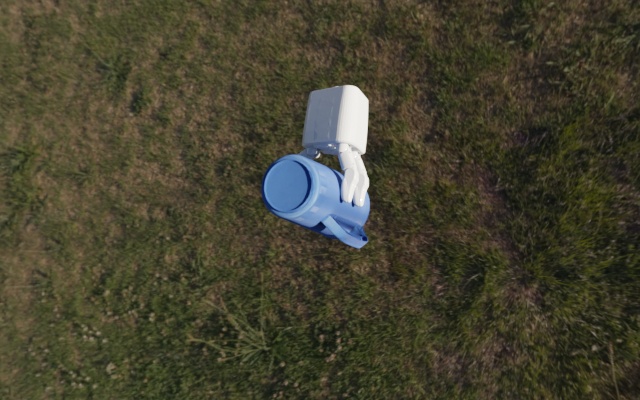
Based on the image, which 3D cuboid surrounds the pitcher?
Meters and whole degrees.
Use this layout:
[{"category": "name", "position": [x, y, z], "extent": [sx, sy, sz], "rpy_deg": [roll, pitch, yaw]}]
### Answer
[{"category": "pitcher", "position": [0.000, 0.003, 0.876], "extent": [0.149, 0.145, 0.243], "rpy_deg": [6, -6, 24]}]
